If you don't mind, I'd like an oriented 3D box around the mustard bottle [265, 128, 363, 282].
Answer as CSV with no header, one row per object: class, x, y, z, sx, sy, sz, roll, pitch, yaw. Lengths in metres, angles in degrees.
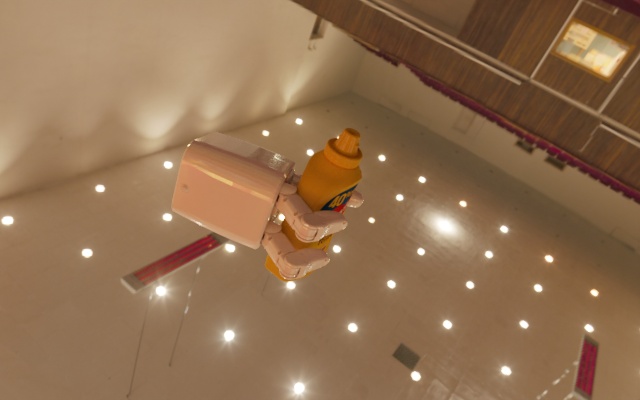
mustard bottle,0.000,0.002,0.547,0.058,0.192,0.096,37,35,19
